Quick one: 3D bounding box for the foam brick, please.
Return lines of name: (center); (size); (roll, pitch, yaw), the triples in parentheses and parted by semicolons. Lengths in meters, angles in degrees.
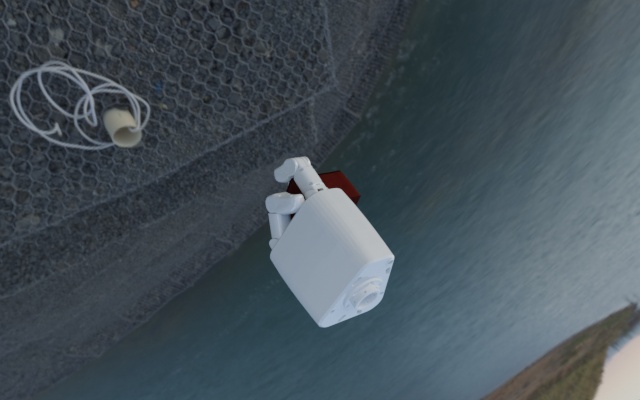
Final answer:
foam brick: (0.000, 0.002, 0.592); (0.078, 0.053, 0.051); (-12, 48, -36)
